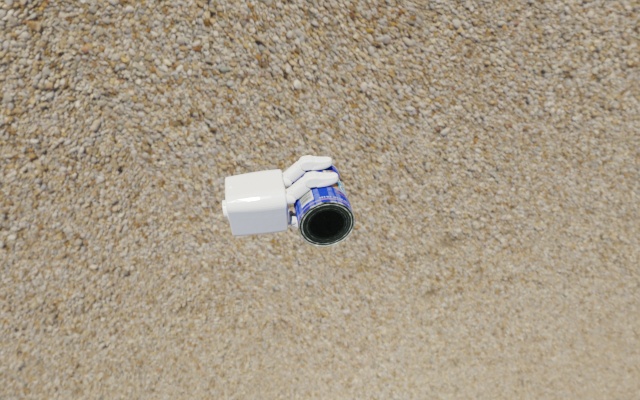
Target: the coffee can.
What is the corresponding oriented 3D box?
[{"bbox_3d":[0.000,0.003,0.892,0.103,0.103,0.140,0,36,-12],"label":"coffee can"}]
